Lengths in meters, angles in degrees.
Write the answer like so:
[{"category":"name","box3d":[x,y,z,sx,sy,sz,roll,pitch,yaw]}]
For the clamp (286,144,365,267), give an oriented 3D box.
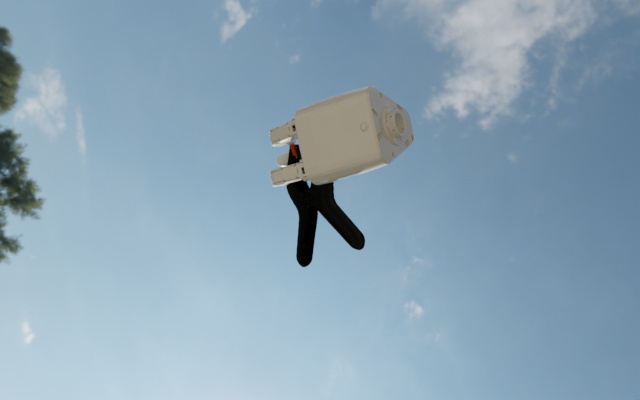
[{"category":"clamp","box3d":[0.000,0.002,0.644,0.120,0.171,0.039,-12,0,37]}]
